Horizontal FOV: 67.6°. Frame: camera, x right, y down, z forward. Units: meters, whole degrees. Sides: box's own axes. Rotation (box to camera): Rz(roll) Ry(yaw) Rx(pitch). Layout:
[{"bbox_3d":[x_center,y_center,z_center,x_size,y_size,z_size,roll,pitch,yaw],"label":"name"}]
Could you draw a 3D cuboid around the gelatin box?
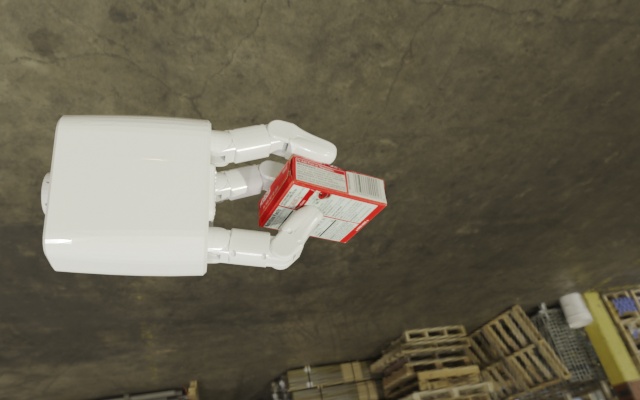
[{"bbox_3d":[0.000,0.002,0.410,0.089,0.030,0.073,14,-37,-22],"label":"gelatin box"}]
